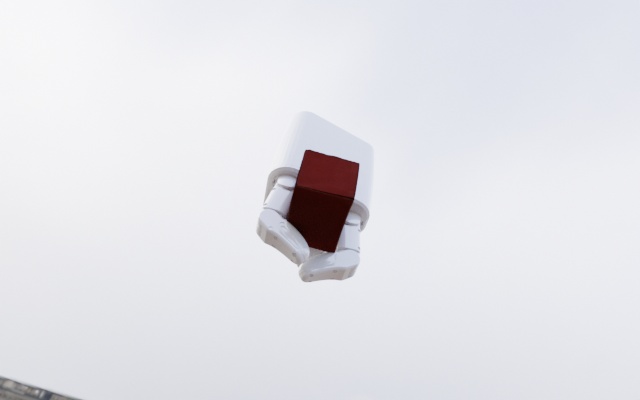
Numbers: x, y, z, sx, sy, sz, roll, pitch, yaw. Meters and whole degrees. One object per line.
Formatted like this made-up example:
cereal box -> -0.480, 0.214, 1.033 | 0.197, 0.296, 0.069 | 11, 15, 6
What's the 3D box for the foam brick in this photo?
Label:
foam brick -> 0.000, 0.001, 0.439 | 0.053, 0.051, 0.078 | 15, -44, -1
